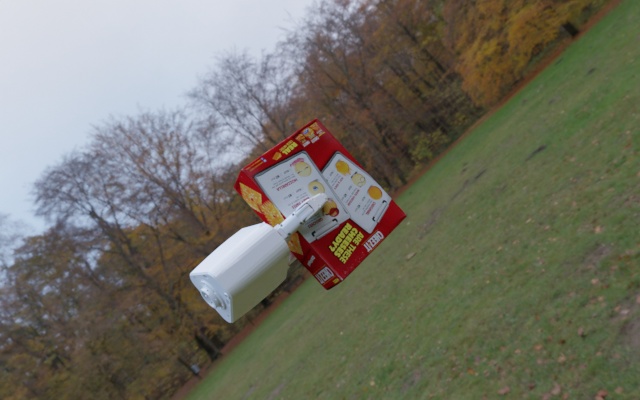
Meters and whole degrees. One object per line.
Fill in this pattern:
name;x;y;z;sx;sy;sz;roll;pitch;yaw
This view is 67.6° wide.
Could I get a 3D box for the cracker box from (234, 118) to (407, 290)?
cracker box;0.000;0.002;0.734;0.164;0.213;0.072;-40;-4;-31
